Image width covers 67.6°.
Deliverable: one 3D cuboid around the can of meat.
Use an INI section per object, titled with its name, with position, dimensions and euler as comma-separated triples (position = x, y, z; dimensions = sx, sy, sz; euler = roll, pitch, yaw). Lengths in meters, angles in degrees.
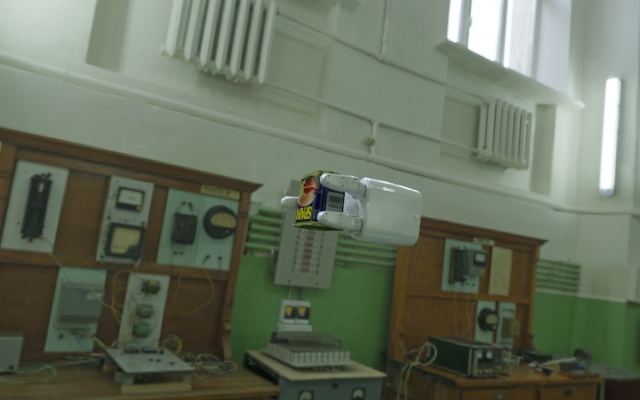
[can of meat]
position = 0.000, 0.002, 0.743
dimensions = 0.057, 0.084, 0.102
euler = 10, -8, -20
